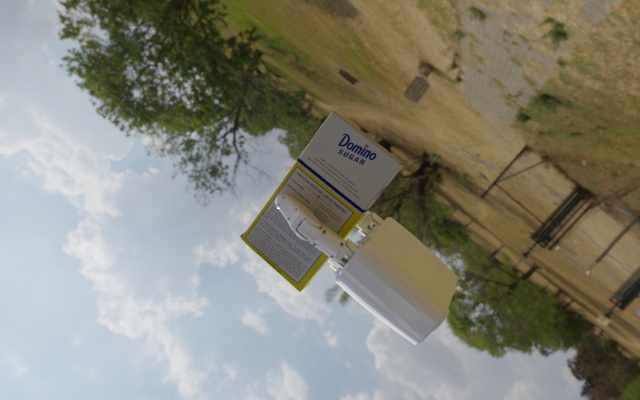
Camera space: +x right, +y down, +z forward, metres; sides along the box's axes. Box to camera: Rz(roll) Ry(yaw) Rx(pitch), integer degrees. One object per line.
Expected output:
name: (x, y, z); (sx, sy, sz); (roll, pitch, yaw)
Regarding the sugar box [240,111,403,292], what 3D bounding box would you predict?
sugar box: (0.000, 0.002, 0.522); (0.093, 0.176, 0.048); (40, 10, 9)
